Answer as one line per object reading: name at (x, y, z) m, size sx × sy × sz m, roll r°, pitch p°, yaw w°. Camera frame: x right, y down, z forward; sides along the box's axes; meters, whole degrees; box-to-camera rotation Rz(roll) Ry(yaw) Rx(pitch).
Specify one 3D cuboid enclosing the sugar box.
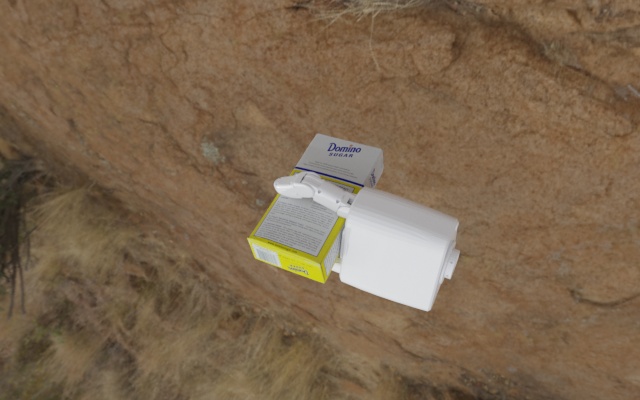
sugar box at (0.000, 0.002, 0.559) m, size 0.093 × 0.176 × 0.048 m, roll 17°, pitch -37°, yaw 22°
